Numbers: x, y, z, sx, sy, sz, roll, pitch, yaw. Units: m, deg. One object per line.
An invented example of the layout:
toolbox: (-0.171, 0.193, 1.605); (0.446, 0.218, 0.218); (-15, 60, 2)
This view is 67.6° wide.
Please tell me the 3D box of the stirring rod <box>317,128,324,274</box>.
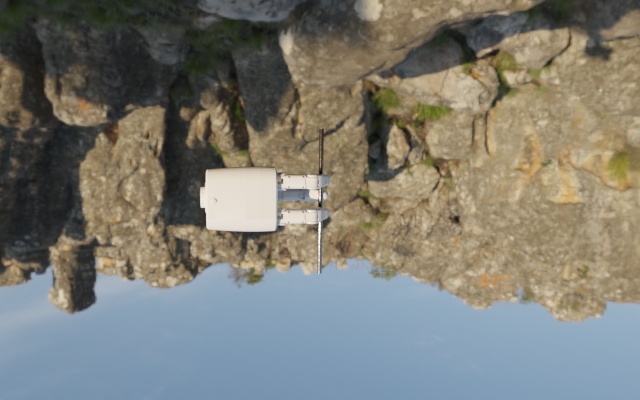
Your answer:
stirring rod: (0.000, 0.002, 0.789); (0.011, 0.239, 0.011); (1, 7, 0)
